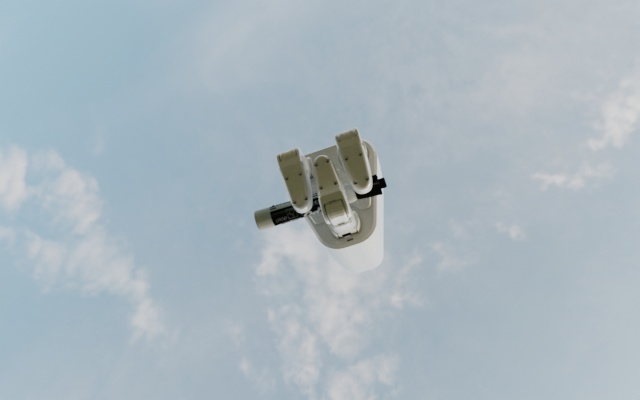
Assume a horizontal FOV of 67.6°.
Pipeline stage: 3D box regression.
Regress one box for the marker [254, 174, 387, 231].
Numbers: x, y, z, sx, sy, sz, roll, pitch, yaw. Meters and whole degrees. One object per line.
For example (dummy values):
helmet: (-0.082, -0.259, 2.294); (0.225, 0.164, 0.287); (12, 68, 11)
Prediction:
marker: (0.000, 0.001, 0.428); (0.121, 0.020, 0.020); (-17, -2, 6)
